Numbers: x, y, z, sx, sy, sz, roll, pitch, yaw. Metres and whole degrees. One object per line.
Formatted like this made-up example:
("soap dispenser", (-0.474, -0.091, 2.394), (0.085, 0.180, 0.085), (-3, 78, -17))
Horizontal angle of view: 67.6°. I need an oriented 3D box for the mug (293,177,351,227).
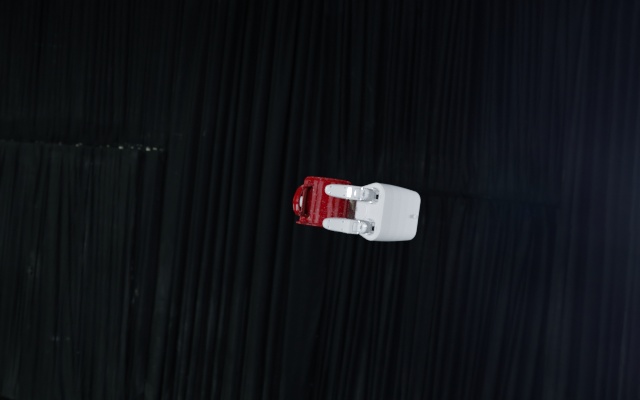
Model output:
("mug", (-0.001, 0.002, 0.815), (0.117, 0.081, 0.093), (8, -1, -42))
